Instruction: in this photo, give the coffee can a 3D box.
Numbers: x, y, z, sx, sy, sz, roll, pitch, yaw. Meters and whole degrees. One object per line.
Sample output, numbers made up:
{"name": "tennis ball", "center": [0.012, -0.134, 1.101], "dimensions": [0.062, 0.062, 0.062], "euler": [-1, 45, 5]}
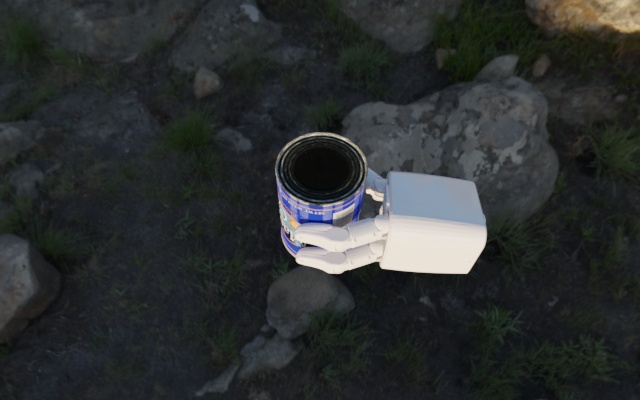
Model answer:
{"name": "coffee can", "center": [0.000, 0.002, 0.581], "dimensions": [0.103, 0.102, 0.140], "euler": [0, -34, -1]}
